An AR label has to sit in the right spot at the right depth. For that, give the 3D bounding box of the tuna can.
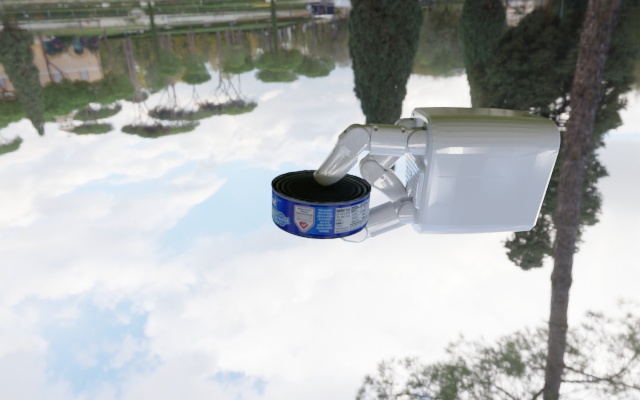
[{"bbox_3d":[0.000,0.002,0.411,0.086,0.034,0.086,2,21,-1],"label":"tuna can"}]
